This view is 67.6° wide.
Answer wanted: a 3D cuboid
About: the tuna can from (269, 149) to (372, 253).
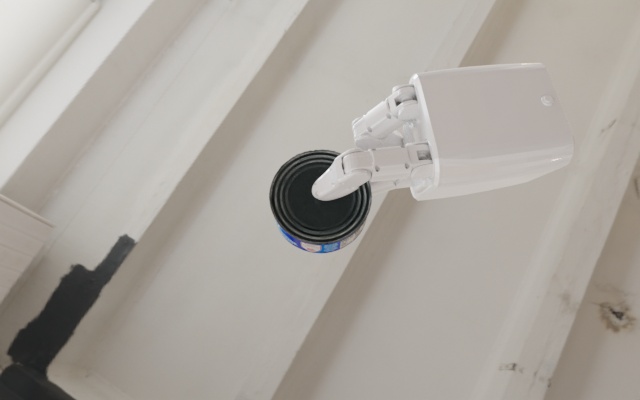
[{"bbox_3d":[0.000,0.002,0.413,0.086,0.086,0.034,0,-22,0],"label":"tuna can"}]
